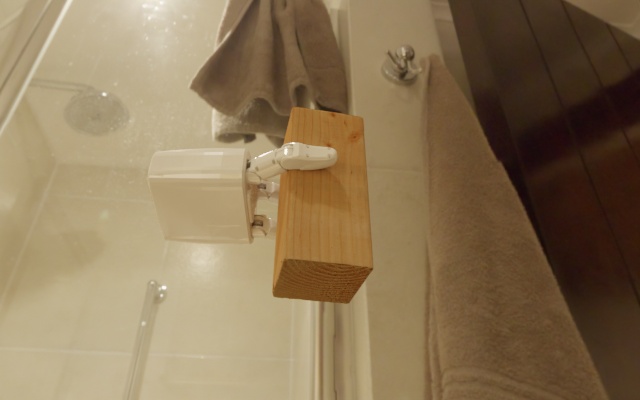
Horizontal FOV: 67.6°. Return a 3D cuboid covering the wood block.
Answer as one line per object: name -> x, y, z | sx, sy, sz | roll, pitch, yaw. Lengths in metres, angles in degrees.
wood block -> 0.000, 0.001, 0.548 | 0.090, 0.206, 0.091 | 7, -36, -10
